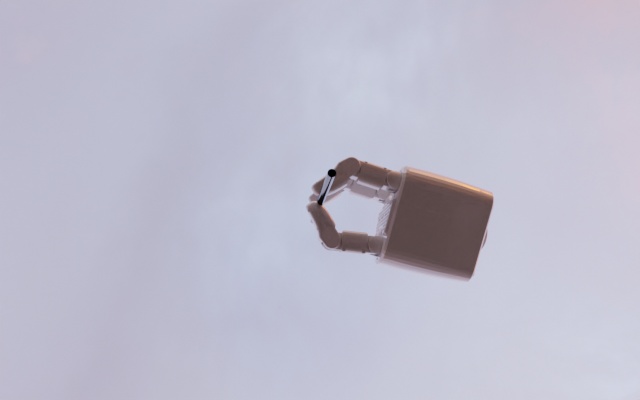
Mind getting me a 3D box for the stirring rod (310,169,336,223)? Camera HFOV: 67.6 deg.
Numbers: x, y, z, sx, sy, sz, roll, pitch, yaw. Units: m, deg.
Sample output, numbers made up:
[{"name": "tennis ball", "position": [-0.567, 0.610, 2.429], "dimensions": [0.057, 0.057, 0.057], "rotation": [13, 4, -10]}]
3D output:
[{"name": "stirring rod", "position": [0.000, 0.002, 0.541], "dimensions": [0.011, 0.011, 0.239], "rotation": [0, -13, -5]}]
